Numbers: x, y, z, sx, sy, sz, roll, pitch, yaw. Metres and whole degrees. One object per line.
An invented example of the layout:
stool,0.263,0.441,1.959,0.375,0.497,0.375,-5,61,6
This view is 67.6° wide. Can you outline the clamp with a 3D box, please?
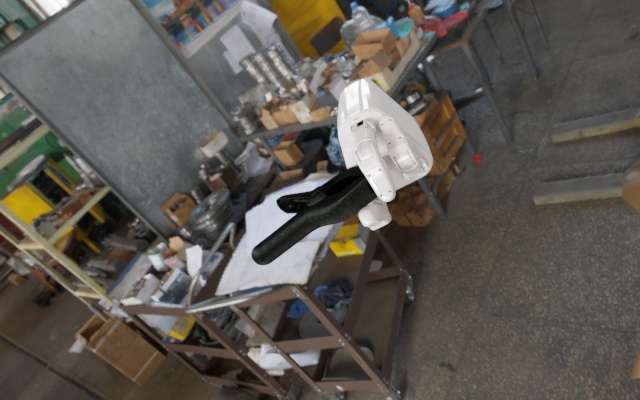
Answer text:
clamp,0.000,0.001,0.543,0.171,0.039,0.120,-28,29,18
